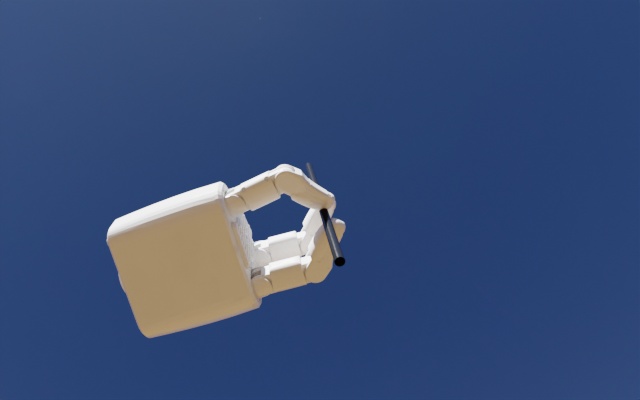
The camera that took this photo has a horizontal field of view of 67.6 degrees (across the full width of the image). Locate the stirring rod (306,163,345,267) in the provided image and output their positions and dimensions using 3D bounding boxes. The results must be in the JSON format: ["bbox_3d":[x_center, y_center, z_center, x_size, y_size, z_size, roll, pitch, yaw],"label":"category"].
[{"bbox_3d":[0.000,0.002,0.455,0.011,0.011,0.239,0,21,-7],"label":"stirring rod"}]
